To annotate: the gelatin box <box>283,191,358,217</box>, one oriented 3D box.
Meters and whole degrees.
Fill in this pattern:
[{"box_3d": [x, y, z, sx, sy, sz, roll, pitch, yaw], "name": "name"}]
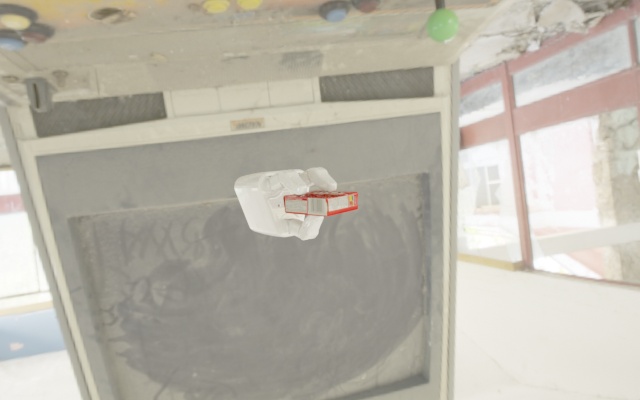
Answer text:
[{"box_3d": [0.000, 0.003, 0.718, 0.089, 0.030, 0.073, 4, 9, 42], "name": "gelatin box"}]
